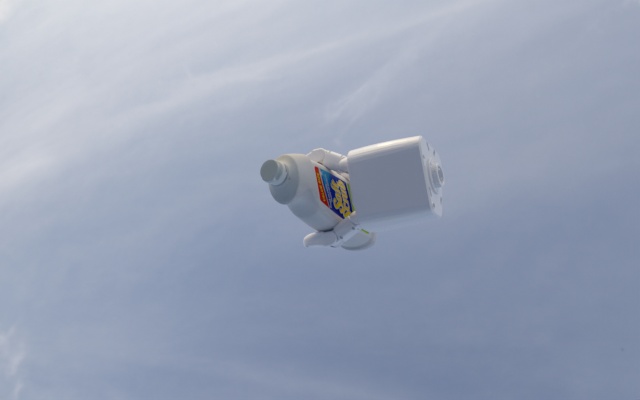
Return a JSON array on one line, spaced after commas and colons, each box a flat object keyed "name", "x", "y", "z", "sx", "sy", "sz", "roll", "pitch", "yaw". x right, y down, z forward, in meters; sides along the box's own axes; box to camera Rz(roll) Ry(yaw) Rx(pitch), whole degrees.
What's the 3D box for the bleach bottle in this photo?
[{"name": "bleach bottle", "x": 0.000, "y": 0.002, "z": 0.693, "sx": 0.068, "sy": 0.102, "sz": 0.251, "roll": -11, "pitch": -20, "yaw": 29}]
